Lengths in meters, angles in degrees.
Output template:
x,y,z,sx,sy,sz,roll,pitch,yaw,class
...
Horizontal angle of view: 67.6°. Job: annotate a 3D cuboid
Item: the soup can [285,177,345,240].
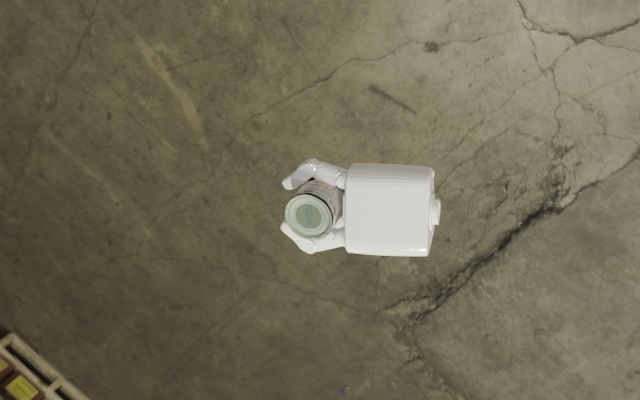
x,y,z,sx,sy,sz,roll,pitch,yaw,class
0.000,0.002,0.653,0.068,0.068,0.102,0,24,20,soup can
